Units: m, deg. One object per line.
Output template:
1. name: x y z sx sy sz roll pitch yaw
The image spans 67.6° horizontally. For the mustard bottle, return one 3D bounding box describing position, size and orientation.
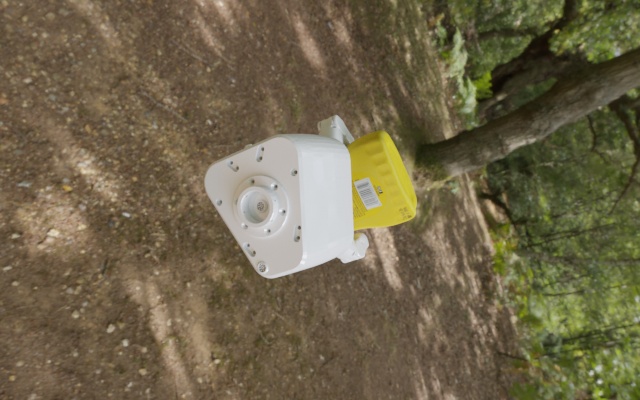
1. mustard bottle: 0.000 0.002 0.521 0.191 0.096 0.058 -20 21 22
